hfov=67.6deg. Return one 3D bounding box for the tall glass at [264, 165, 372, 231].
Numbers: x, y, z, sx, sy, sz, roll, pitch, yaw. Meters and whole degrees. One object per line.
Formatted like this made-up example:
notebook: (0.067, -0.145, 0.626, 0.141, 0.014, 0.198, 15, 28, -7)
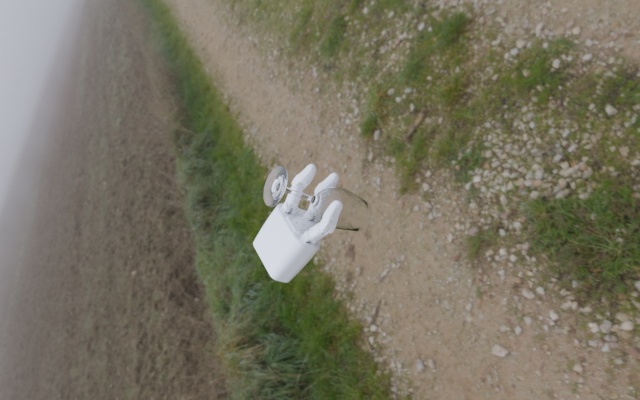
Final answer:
tall glass: (0.000, 0.003, 0.872, 0.201, 0.079, 0.079, 19, -11, -33)
